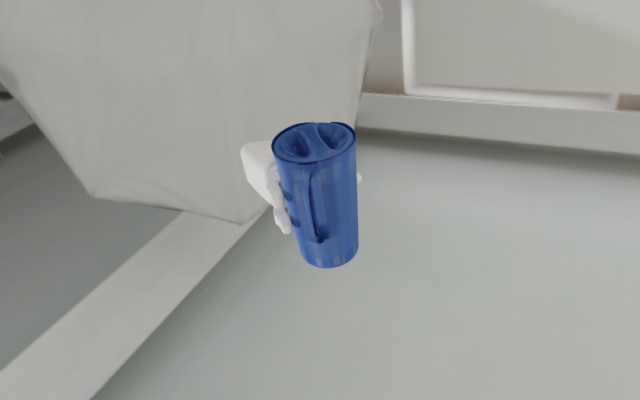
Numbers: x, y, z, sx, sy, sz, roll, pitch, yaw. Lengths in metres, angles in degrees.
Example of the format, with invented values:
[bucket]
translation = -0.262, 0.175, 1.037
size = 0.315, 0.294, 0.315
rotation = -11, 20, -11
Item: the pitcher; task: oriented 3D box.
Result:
[pitcher]
translation = 0.000, 0.003, 0.800
size = 0.149, 0.243, 0.145
rotation = -28, 40, -24
